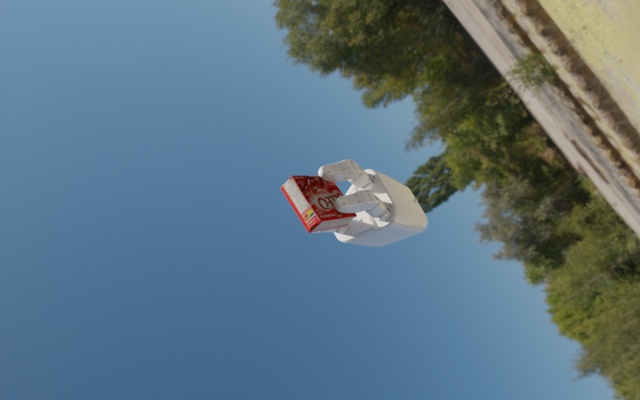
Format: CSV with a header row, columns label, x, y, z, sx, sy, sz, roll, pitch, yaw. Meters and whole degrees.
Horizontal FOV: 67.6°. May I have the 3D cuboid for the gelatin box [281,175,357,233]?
label,x,y,z,sx,sy,sz,roll,pitch,yaw
gelatin box,0.000,0.002,0.634,0.030,0.073,0.089,-44,-22,29
